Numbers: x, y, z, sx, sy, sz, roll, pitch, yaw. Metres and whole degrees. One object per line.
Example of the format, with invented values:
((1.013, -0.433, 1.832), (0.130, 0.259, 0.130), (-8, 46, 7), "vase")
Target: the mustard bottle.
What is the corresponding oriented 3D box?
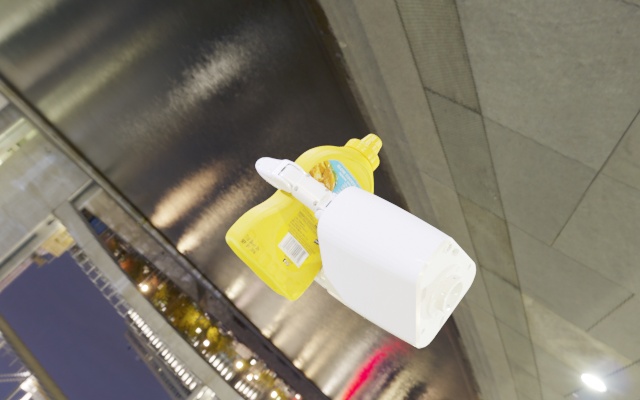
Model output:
((0.000, 0.002, 0.491), (0.096, 0.191, 0.058), (50, -19, -25), "mustard bottle")
